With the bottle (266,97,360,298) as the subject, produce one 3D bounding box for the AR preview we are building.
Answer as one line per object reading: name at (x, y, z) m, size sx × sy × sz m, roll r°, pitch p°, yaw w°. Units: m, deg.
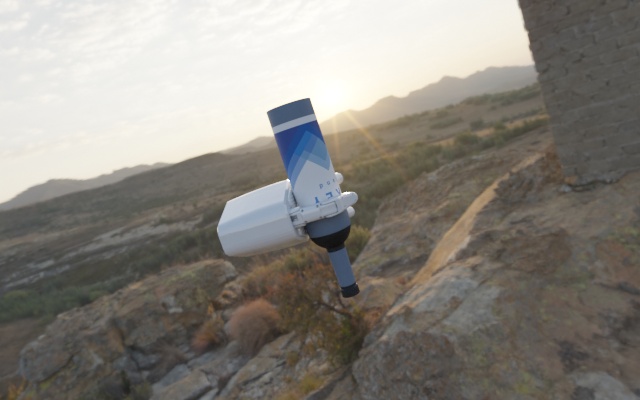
bottle at (0.000, 0.002, 0.698) m, size 0.069 × 0.296 × 0.069 m, roll -18°, pitch 7°, yaw 2°
